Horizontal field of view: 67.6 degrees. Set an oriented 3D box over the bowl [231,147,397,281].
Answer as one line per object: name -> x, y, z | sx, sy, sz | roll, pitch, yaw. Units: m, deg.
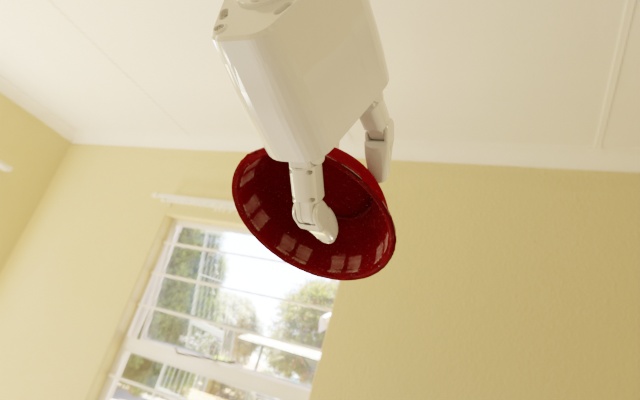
bowl -> 0.000, 0.002, 0.449 | 0.162, 0.162, 0.055 | 0, 39, 31
